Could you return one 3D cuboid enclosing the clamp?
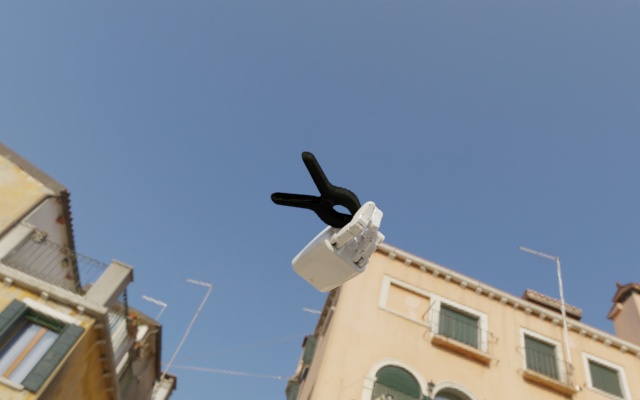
[{"bbox_3d":[0.000,0.002,0.829,0.120,0.171,0.039,-38,18,37],"label":"clamp"}]
